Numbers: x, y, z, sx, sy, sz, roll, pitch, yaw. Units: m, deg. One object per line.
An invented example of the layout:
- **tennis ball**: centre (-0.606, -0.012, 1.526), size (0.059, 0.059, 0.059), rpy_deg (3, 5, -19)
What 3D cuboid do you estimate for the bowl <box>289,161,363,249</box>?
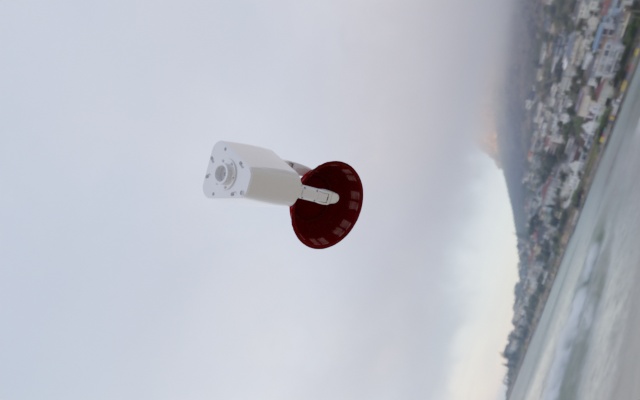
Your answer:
- **bowl**: centre (0.001, 0.003, 0.854), size (0.162, 0.162, 0.055), rpy_deg (0, 16, -39)
